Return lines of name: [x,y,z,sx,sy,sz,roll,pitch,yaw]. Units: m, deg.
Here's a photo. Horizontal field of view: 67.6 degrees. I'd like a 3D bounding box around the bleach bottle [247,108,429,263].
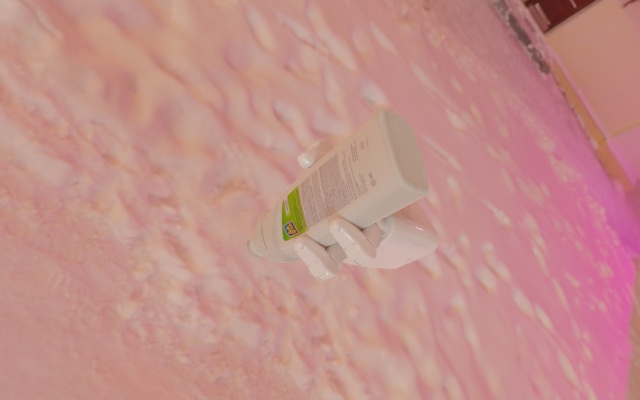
bleach bottle: [0.000,0.002,0.556,0.068,0.102,0.251,17,-37,-43]
